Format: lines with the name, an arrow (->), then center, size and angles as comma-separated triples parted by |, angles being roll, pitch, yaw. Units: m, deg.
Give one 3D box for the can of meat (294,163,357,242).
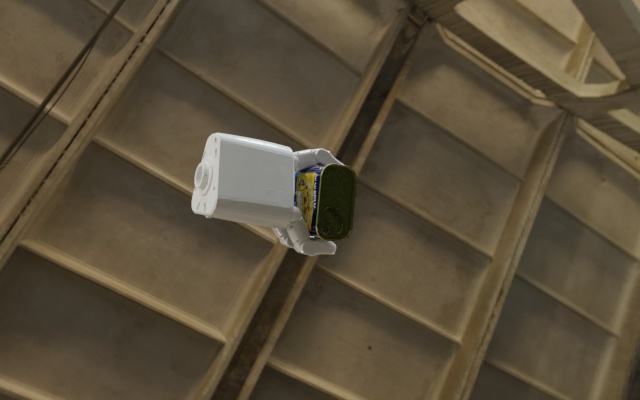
can of meat -> 0.000, 0.002, 0.662 | 0.057, 0.102, 0.084 | 6, -2, -33
